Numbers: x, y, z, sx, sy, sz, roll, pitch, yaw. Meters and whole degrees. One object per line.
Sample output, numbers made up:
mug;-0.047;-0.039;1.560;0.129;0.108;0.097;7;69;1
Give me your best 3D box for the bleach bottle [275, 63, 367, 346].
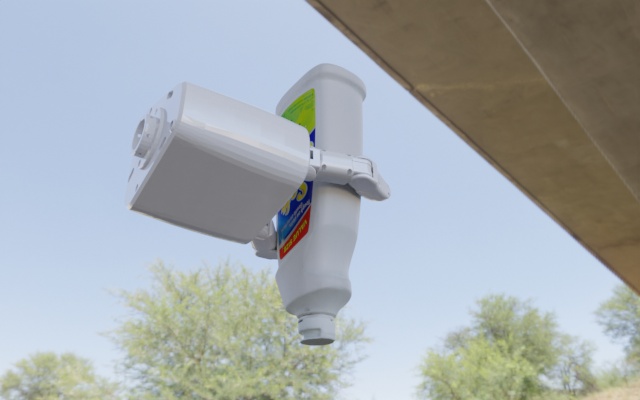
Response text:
bleach bottle;0.000;0.001;0.441;0.068;0.250;0.102;19;-34;-33
